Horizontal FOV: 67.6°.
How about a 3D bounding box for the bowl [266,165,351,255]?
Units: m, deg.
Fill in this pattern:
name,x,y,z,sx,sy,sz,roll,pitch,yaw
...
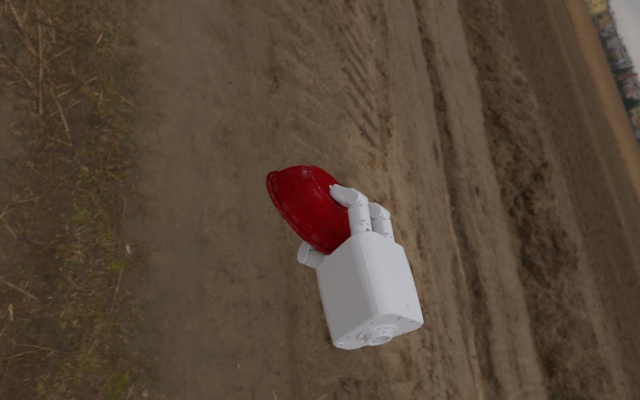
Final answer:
name,x,y,z,sx,sy,sz,roll,pitch,yaw
bowl,0.000,0.001,0.679,0.055,0.162,0.162,-43,-16,18
